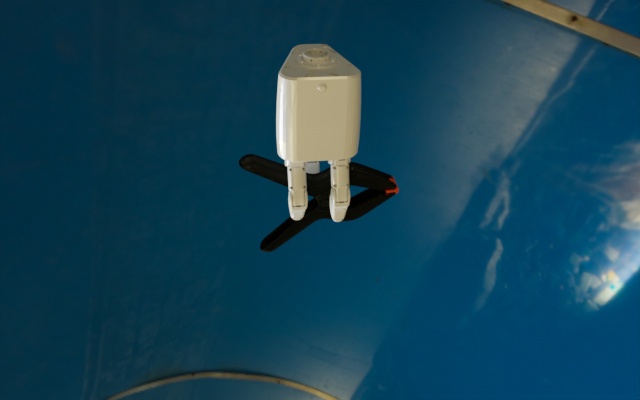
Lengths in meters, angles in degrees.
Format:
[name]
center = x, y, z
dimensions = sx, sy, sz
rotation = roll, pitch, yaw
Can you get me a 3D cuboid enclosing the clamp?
[clamp]
center = 0.001, 0.001, 0.656
dimensions = 0.210, 0.165, 0.036
rotation = -4, 41, -7
